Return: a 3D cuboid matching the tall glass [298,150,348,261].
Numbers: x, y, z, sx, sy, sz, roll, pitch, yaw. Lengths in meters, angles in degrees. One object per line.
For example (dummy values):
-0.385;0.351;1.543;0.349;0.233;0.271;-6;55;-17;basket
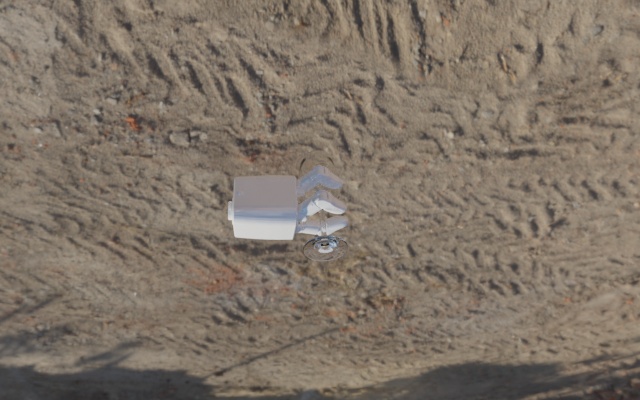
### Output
0.000;0.003;0.846;0.079;0.200;0.079;-3;-39;-3;tall glass
